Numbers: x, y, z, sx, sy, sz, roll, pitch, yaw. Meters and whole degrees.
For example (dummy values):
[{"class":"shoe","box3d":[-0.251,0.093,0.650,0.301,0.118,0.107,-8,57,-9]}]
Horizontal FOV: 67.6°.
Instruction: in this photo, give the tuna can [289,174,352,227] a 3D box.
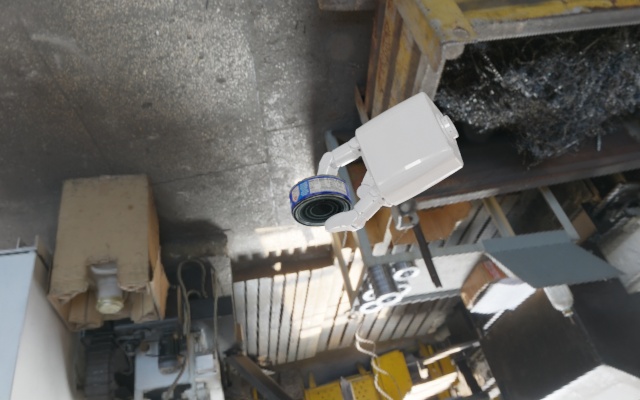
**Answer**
[{"class":"tuna can","box3d":[0.000,0.003,0.664,0.086,0.033,0.086,-6,-33,-4]}]
